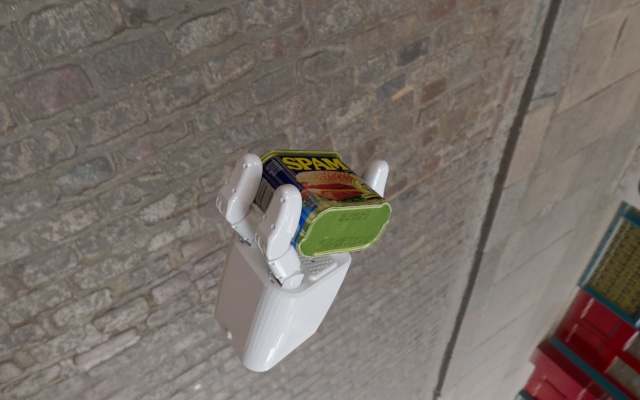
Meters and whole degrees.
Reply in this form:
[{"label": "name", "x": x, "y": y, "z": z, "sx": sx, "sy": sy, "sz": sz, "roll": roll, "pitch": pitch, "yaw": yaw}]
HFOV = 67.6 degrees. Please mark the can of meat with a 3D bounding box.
[{"label": "can of meat", "x": 0.000, "y": 0.001, "z": 0.417, "sx": 0.102, "sy": 0.057, "sz": 0.084, "roll": -3, "pitch": 37, "yaw": -42}]
